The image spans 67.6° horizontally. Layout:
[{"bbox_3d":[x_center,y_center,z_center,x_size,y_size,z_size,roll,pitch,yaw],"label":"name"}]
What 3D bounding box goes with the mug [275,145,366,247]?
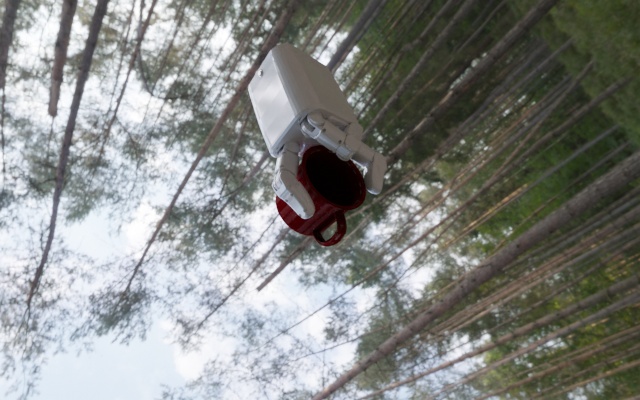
[{"bbox_3d":[0.001,0.003,0.593,0.093,0.117,0.081,0,-31,-39],"label":"mug"}]
